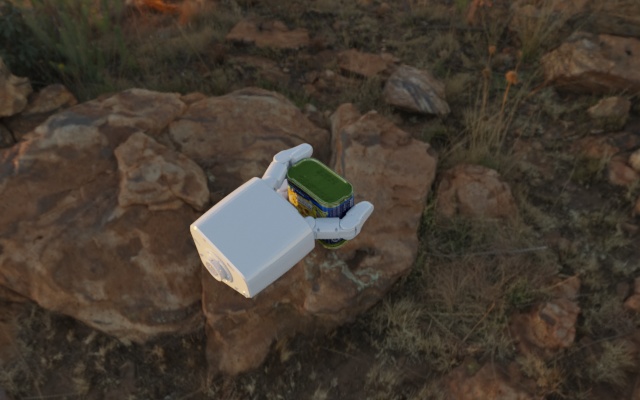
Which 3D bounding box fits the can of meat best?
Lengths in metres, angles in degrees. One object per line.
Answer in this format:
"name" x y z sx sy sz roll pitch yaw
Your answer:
"can of meat" 0.000 0.002 0.645 0.057 0.084 0.102 -35 53 -26
